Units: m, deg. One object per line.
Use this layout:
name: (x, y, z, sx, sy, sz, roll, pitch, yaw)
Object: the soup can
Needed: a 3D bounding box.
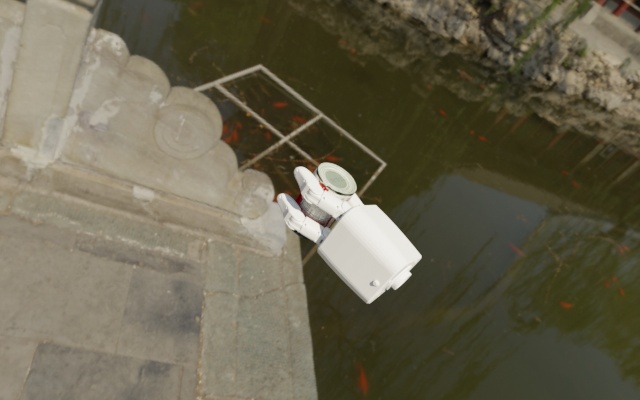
soup can: (0.000, 0.002, 0.715, 0.068, 0.068, 0.102, 0, -43, -41)
